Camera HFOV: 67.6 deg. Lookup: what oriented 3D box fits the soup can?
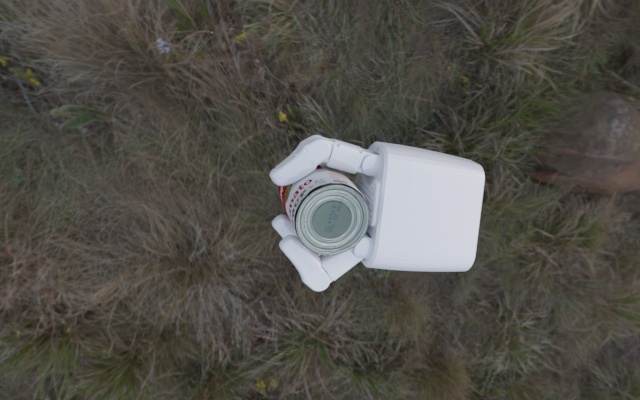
[{"bbox_3d":[0.000,0.001,0.449,0.068,0.068,0.102,0,19,-13],"label":"soup can"}]
